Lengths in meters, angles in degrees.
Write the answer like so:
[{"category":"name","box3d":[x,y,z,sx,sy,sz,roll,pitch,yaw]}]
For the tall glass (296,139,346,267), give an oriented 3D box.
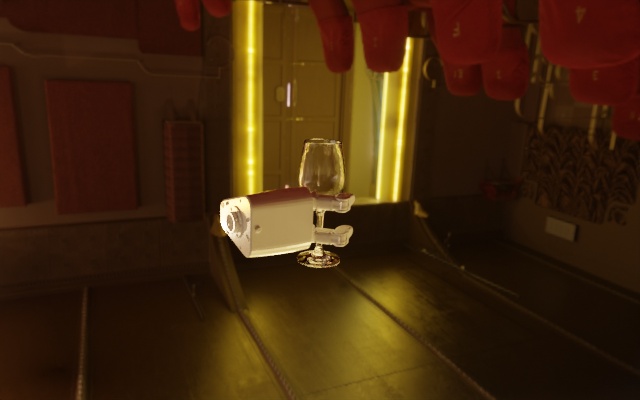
[{"category":"tall glass","box3d":[0.000,0.003,0.782,0.079,0.201,0.079,2,14,-1]}]
